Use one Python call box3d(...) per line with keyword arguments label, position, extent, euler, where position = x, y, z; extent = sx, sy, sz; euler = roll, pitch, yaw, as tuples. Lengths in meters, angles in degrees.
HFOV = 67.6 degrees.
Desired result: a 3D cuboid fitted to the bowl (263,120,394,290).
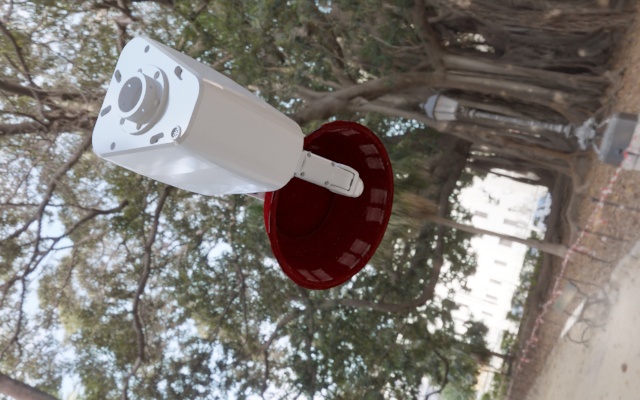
box3d(label="bowl", position=(0.001, 0.002, 0.466), extent=(0.162, 0.162, 0.055), euler=(0, 11, -43))
